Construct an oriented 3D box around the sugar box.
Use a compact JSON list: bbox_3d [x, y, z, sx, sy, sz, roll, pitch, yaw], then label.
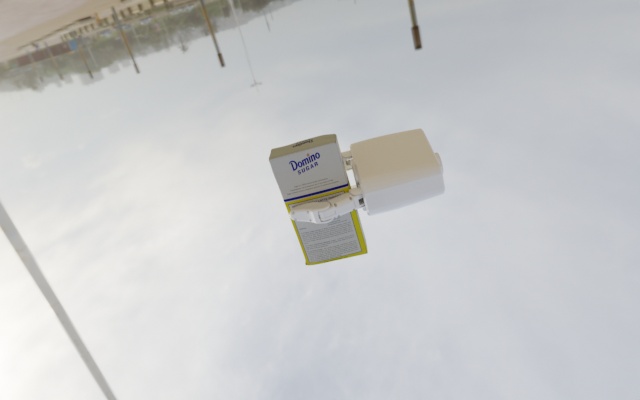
[{"bbox_3d":[0.000,0.002,0.660,0.093,0.176,0.048,-13,25,7],"label":"sugar box"}]
